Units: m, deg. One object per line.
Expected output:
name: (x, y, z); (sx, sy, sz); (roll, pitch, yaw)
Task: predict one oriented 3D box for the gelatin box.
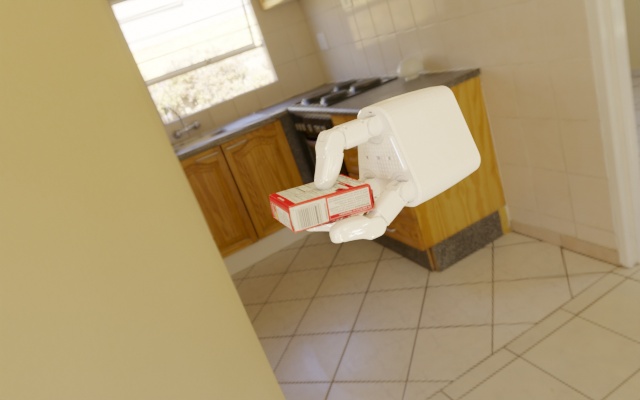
gelatin box: (0.000, 0.001, 0.490); (0.089, 0.030, 0.073); (-16, 15, -18)
